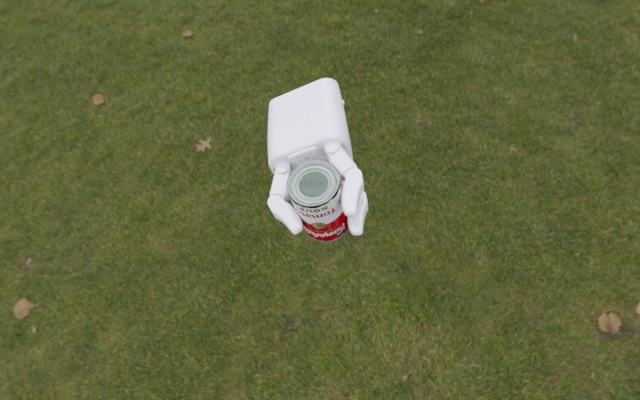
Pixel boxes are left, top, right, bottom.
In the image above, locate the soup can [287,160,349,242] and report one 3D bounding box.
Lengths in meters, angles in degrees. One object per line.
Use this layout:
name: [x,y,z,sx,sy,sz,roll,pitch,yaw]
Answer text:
soup can: [0.000,0.002,0.611,0.068,0.068,0.102,0,-28,11]
